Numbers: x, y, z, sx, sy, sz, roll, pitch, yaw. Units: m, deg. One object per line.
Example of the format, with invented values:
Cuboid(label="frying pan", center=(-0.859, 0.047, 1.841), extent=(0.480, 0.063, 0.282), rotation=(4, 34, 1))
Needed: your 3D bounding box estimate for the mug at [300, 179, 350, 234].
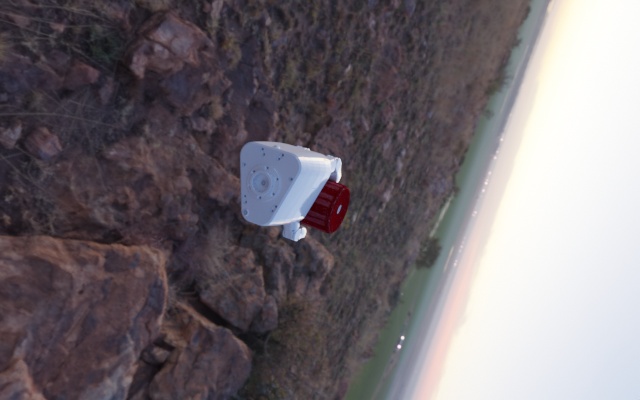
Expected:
Cuboid(label="mug", center=(0.001, 0.003, 0.782), extent=(0.081, 0.093, 0.117), rotation=(20, 11, 20))
